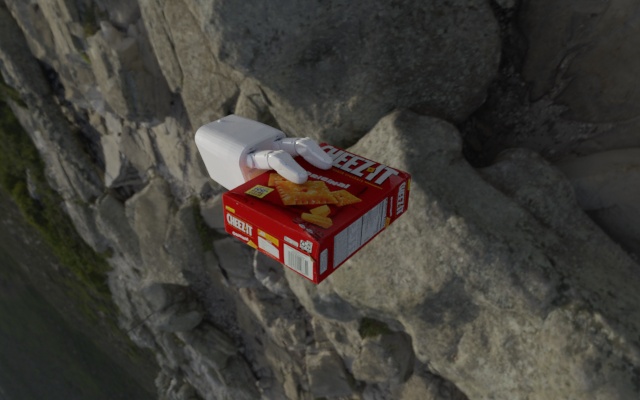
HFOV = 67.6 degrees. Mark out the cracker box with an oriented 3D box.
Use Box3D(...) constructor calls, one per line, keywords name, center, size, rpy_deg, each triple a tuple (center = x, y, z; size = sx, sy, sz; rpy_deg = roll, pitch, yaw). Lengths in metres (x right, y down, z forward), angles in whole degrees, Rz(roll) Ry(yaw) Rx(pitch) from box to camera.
Box3D(name="cracker box", center=(0.000, 0.002, 0.658), size=(0.164, 0.072, 0.213), rpy_deg=(25, 40, 31))
